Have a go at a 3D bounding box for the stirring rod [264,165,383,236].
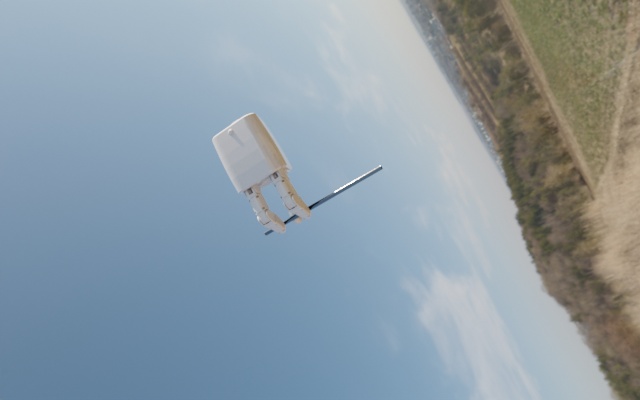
[{"bbox_3d":[0.000,0.003,0.810,0.239,0.011,0.011,-30,-11,20],"label":"stirring rod"}]
